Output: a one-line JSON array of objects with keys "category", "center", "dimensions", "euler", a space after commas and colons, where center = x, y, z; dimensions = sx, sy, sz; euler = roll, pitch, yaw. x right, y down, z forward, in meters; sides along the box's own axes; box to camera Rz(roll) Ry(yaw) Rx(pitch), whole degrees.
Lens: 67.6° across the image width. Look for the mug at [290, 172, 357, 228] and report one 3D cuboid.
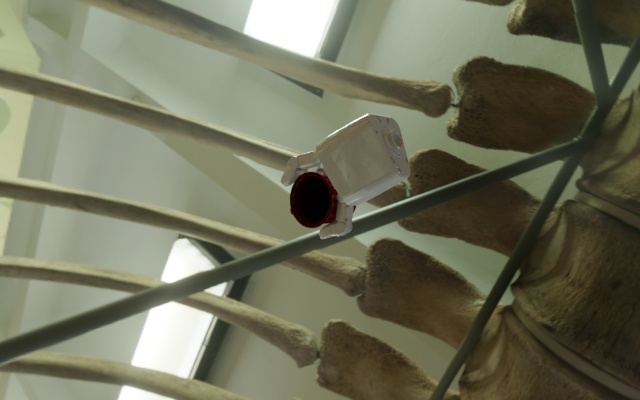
[{"category": "mug", "center": [-0.001, 0.003, 0.819], "dimensions": [0.117, 0.093, 0.081], "euler": [-27, -16, 37]}]
